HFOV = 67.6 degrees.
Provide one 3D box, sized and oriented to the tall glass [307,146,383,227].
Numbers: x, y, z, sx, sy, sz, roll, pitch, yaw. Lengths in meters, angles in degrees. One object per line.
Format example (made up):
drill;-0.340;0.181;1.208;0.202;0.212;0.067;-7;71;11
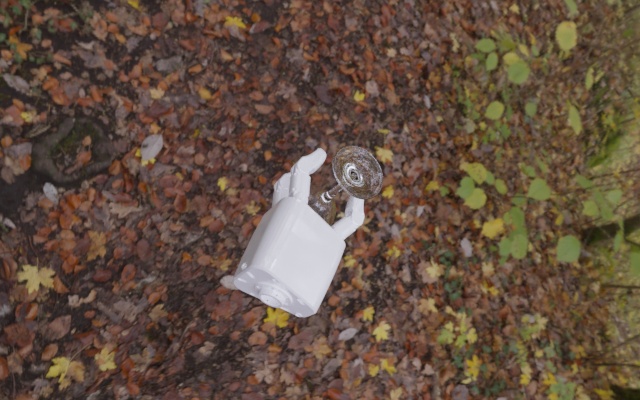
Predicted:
tall glass;0.001;0.002;0.676;0.079;0.079;0.201;0;-22;-31
